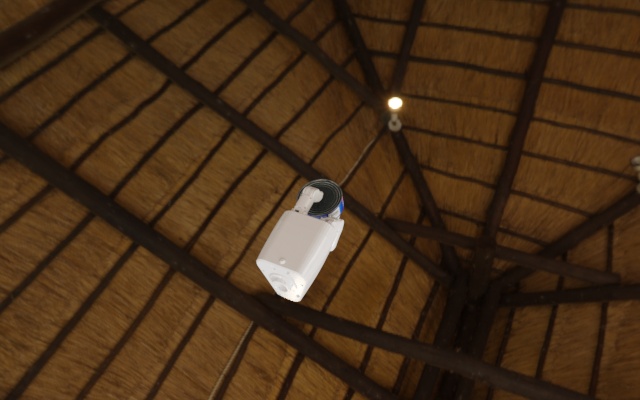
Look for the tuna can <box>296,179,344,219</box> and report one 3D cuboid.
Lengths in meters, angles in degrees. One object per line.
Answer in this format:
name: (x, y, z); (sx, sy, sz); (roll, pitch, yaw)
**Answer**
tuna can: (0.000, 0.003, 0.892); (0.086, 0.086, 0.034); (0, -38, 11)
